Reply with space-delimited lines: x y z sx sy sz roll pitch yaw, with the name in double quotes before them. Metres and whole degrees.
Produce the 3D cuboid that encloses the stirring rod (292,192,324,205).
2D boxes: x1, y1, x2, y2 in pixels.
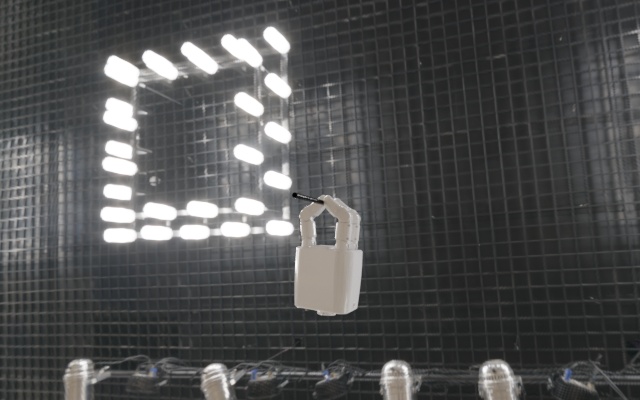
"stirring rod" 0.000 0.003 0.808 0.011 0.011 0.239 0 -5 18
